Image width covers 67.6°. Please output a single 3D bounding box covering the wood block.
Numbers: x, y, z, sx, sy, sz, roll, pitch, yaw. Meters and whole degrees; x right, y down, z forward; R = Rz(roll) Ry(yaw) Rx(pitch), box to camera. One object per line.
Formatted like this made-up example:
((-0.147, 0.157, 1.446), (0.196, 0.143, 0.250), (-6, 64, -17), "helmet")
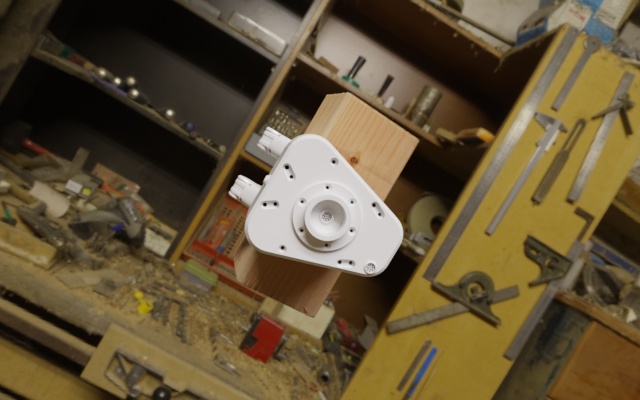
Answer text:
((0.000, 0.002, 0.500), (0.091, 0.206, 0.090), (30, 2, -17), "wood block")
